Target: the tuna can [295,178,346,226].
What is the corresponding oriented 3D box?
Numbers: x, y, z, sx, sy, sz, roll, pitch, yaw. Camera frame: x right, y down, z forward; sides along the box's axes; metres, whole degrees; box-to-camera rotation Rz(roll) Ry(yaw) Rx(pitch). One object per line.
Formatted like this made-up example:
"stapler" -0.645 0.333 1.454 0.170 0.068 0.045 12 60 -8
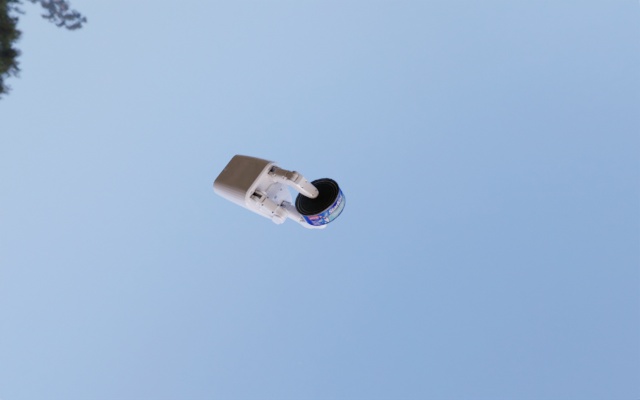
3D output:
"tuna can" 0.000 0.003 0.839 0.086 0.086 0.034 0 -39 33
